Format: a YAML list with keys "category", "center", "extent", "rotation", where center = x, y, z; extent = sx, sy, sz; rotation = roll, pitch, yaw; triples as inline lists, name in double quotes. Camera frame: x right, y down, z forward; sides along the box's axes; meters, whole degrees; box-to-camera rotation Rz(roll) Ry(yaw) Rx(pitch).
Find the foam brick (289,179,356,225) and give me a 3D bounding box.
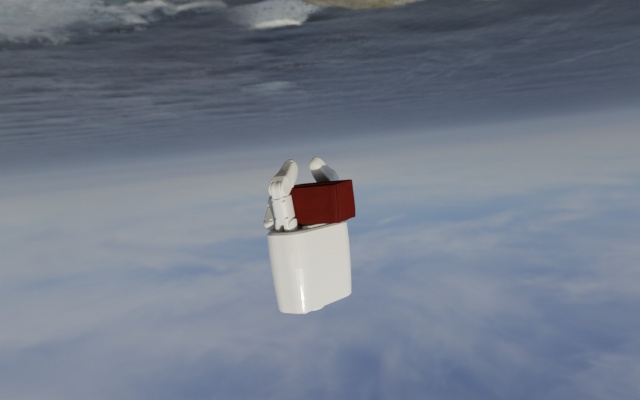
- category: "foam brick"
  center: [0.000, 0.002, 0.623]
  extent: [0.078, 0.051, 0.053]
  rotation: [-4, 5, 29]
